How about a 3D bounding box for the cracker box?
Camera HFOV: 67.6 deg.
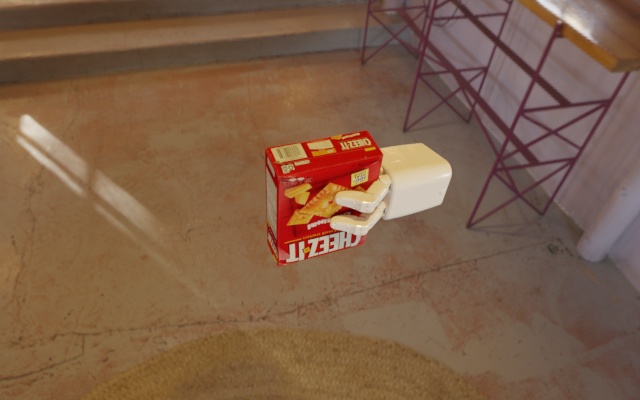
[{"bbox_3d":[0.000,0.002,0.761,0.164,0.072,0.214,-12,-41,-16],"label":"cracker box"}]
